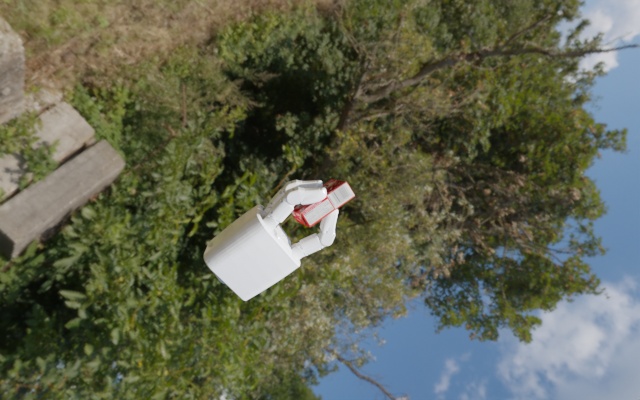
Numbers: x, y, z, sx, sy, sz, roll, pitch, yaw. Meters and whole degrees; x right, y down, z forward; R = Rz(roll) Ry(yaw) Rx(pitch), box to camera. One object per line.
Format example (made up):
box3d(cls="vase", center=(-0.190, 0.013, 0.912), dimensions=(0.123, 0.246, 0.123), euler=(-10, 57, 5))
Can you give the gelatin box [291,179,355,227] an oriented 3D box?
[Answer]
box3d(cls="gelatin box", center=(0.001, 0.003, 0.743), dimensions=(0.089, 0.030, 0.073), euler=(-34, 13, -10))
